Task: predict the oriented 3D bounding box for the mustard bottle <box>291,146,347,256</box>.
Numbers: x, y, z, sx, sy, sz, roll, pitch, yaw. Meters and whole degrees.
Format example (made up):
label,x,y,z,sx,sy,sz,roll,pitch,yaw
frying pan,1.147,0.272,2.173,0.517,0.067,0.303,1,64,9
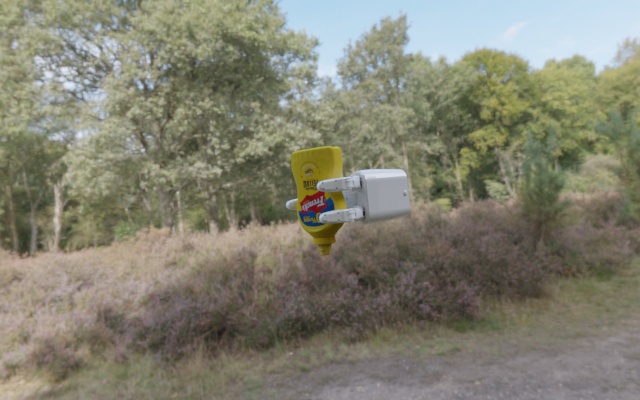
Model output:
label,x,y,z,sx,sy,sz,roll,pitch,yaw
mustard bottle,0.000,0.003,0.860,0.096,0.191,0.058,-5,1,33
